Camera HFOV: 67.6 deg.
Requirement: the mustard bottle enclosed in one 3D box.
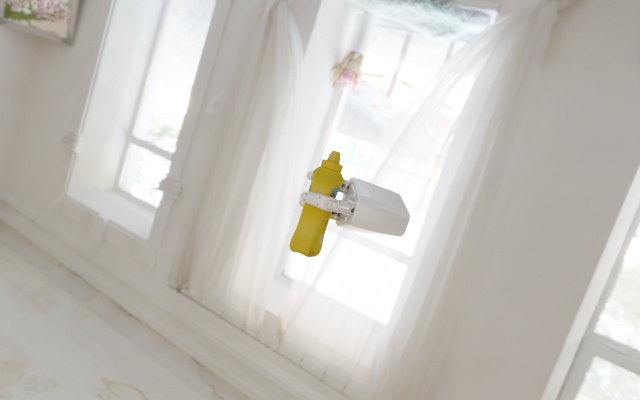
[{"bbox_3d":[0.000,0.003,0.861,0.058,0.191,0.096,20,8,11],"label":"mustard bottle"}]
